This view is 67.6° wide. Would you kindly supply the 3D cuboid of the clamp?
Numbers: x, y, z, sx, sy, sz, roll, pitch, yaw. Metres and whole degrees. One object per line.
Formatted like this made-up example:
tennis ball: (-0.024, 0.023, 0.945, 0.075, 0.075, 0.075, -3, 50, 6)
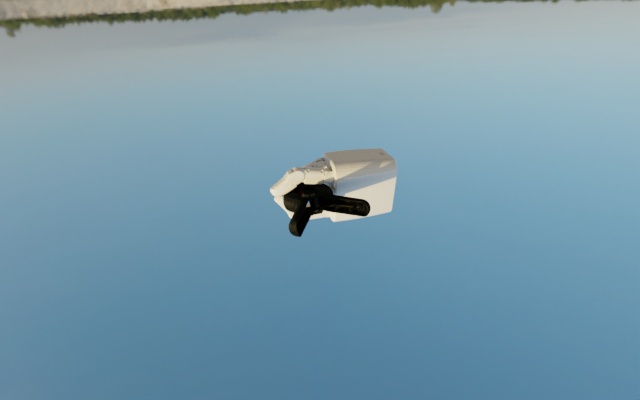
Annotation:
clamp: (0.000, 0.003, 0.724, 0.120, 0.039, 0.171, -7, 23, -10)
